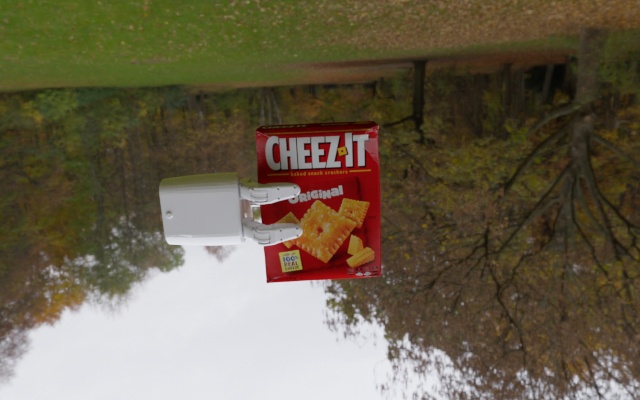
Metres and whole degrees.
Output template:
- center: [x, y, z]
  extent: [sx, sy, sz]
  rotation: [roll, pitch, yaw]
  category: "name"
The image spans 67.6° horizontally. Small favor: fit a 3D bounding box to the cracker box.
- center: [0.000, 0.002, 0.663]
  extent: [0.164, 0.214, 0.072]
  rotation: [-3, 13, 0]
  category: "cracker box"
